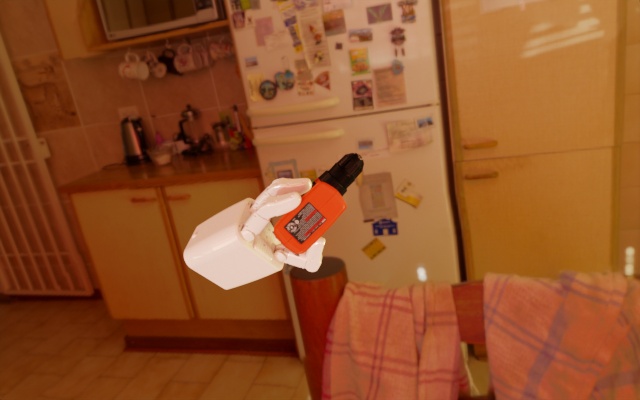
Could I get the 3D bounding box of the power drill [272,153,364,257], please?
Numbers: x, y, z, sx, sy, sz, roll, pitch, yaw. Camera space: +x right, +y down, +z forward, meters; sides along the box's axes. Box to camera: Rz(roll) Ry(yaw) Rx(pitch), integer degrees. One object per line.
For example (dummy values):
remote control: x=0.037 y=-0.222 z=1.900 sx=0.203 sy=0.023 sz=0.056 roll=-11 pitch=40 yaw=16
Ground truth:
power drill: x=0.000 y=0.003 z=0.725 sx=0.057 sy=0.184 sz=0.187 roll=42 pitch=7 yaw=-2
